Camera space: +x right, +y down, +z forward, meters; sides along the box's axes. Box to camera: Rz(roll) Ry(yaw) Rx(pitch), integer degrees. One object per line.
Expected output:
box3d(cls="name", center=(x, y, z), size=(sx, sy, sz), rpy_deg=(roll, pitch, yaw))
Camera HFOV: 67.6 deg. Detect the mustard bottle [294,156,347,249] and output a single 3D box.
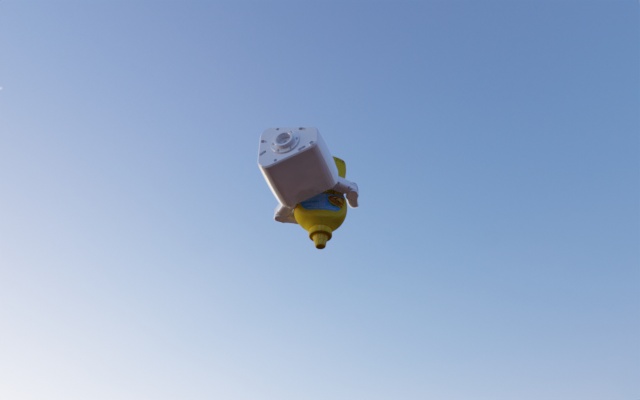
box3d(cls="mustard bottle", center=(0.000, 0.003, 0.867), size=(0.096, 0.191, 0.058), rpy_deg=(4, -38, -5))
